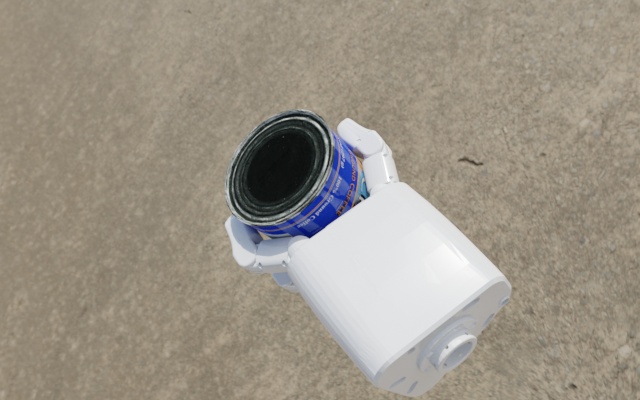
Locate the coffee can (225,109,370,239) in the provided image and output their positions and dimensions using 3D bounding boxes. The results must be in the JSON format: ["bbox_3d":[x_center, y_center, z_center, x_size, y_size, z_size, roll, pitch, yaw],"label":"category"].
[{"bbox_3d":[0.000,0.001,0.422,0.103,0.102,0.140,0,-24,33],"label":"coffee can"}]
